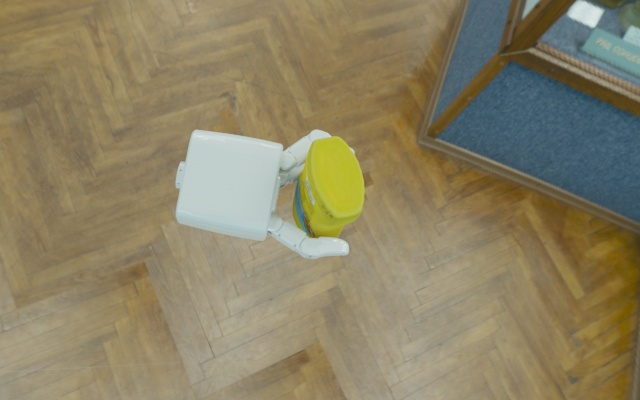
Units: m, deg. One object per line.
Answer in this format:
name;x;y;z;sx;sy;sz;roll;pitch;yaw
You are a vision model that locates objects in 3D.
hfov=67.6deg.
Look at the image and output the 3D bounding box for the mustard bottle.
mustard bottle;0.000;0.002;0.597;0.058;0.096;0.192;-13;-15;-16
